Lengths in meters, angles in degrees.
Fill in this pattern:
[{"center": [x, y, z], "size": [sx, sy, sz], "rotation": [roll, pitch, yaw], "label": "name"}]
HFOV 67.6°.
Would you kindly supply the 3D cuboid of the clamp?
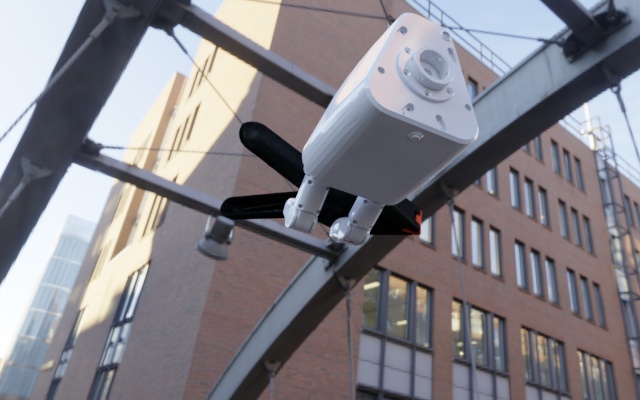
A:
[{"center": [0.001, 0.001, 0.485], "size": [0.210, 0.036, 0.165], "rotation": [18, -29, -17], "label": "clamp"}]
